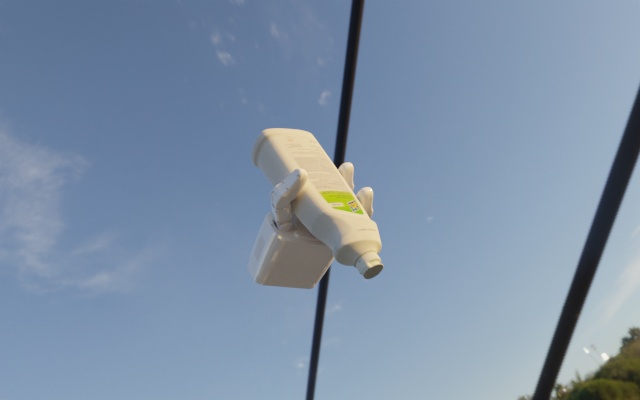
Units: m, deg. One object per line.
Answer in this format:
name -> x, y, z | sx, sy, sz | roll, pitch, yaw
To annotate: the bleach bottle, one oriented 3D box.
bleach bottle -> 0.000, 0.002, 0.645 | 0.102, 0.068, 0.250 | -3, 45, -36
